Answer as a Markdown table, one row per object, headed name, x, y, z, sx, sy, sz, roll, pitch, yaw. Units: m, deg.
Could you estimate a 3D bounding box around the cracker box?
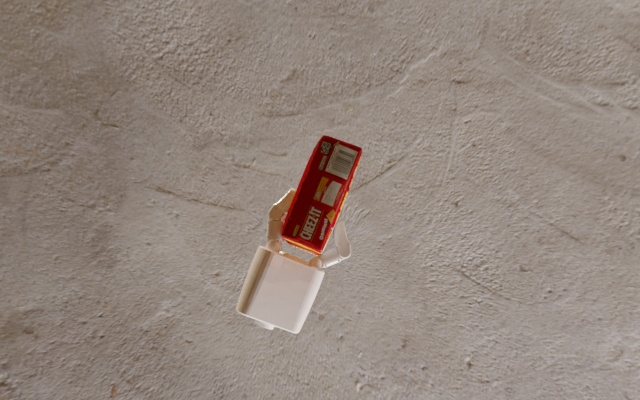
| name | x | y | z | sx | sy | sz | roll | pitch | yaw |
| --- | --- | --- | --- | --- | --- | --- | --- | --- | --- |
| cracker box | 0.000 | 0.003 | 0.782 | 0.072 | 0.164 | 0.214 | 21 | -8 | 2 |
